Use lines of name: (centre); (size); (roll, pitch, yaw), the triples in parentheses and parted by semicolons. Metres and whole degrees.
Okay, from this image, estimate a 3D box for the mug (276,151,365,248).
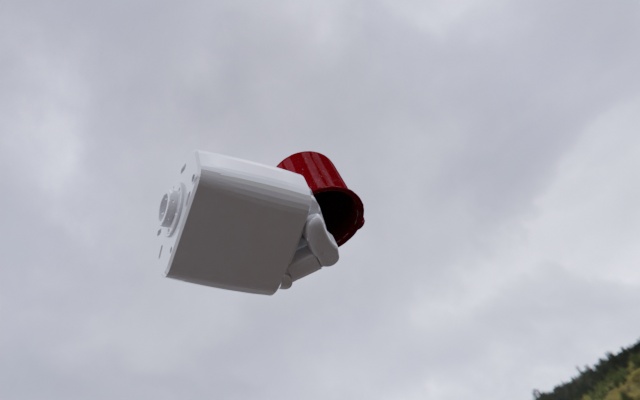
mug: (0.001, 0.002, 0.534); (0.117, 0.093, 0.081); (16, 30, -32)
